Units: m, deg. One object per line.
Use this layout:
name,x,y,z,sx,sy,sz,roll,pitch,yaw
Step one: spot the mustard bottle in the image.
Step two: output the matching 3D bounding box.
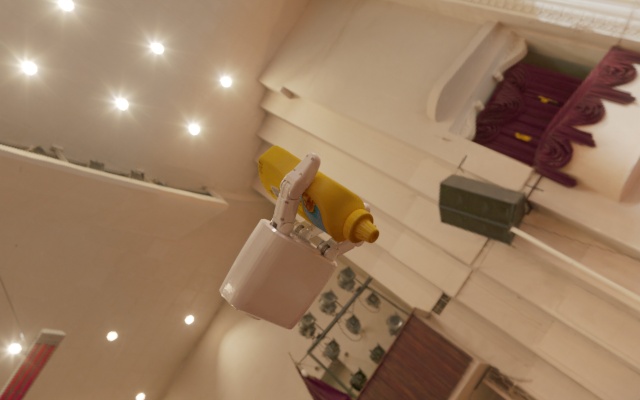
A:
mustard bottle,0.000,0.002,0.610,0.058,0.096,0.191,-41,48,-18
